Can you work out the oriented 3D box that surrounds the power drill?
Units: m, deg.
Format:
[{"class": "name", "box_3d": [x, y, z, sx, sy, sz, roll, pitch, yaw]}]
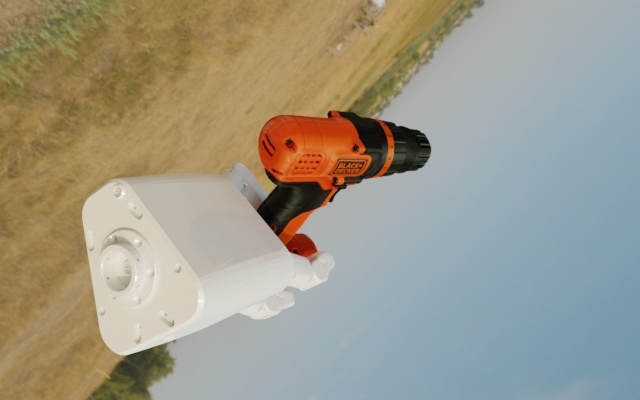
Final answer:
[{"class": "power drill", "box_3d": [0.000, 0.002, 0.443, 0.184, 0.188, 0.057, -2, 46, -40]}]
